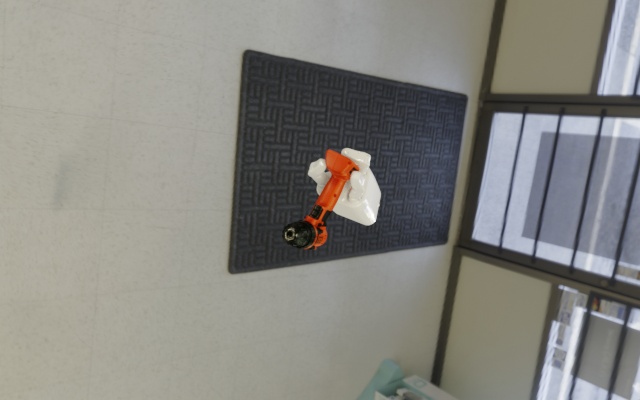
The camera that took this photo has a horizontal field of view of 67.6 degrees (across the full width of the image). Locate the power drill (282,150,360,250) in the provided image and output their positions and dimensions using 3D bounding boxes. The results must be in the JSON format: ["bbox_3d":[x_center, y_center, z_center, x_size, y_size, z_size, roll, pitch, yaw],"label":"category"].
[{"bbox_3d":[0.000,0.003,0.885,0.057,0.187,0.184,28,2,13],"label":"power drill"}]
